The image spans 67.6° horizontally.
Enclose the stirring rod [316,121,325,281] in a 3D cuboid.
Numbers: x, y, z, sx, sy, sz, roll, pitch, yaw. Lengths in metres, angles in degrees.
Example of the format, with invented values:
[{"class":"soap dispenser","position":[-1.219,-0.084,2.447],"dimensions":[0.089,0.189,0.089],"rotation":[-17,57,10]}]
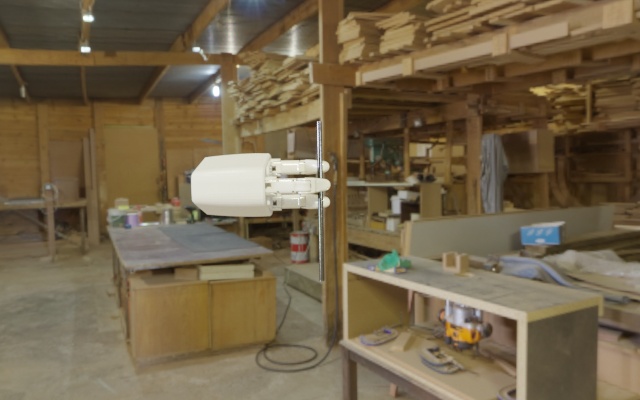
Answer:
[{"class":"stirring rod","position":[0.000,0.002,0.721],"dimensions":[0.011,0.239,0.011],"rotation":[-1,4,0]}]
